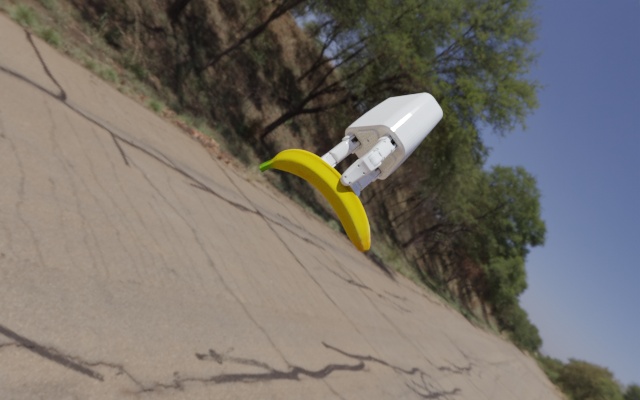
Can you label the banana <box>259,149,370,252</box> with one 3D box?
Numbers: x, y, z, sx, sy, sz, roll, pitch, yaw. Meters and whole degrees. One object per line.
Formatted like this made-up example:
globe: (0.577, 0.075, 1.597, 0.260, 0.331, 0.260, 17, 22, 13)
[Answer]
banana: (0.006, -0.013, 0.671, 0.198, 0.070, 0.037, 40, 31, 10)
